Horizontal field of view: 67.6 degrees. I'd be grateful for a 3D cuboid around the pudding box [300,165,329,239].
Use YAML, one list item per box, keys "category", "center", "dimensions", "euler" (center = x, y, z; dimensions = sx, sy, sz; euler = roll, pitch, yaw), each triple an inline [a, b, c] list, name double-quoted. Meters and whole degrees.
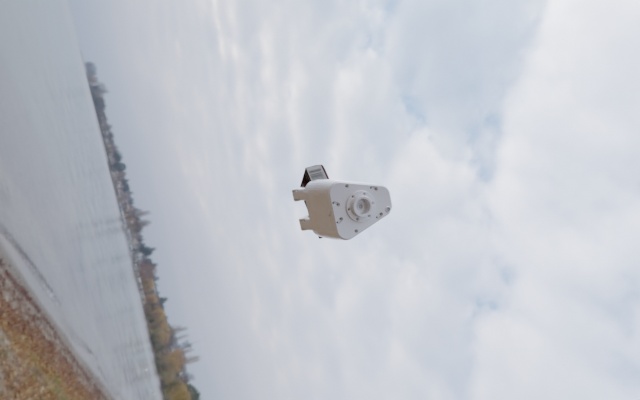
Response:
- category: "pudding box"
  center: [0.000, 0.003, 0.888]
  dimensions: [0.039, 0.113, 0.090]
  euler: [-14, -22, -18]
